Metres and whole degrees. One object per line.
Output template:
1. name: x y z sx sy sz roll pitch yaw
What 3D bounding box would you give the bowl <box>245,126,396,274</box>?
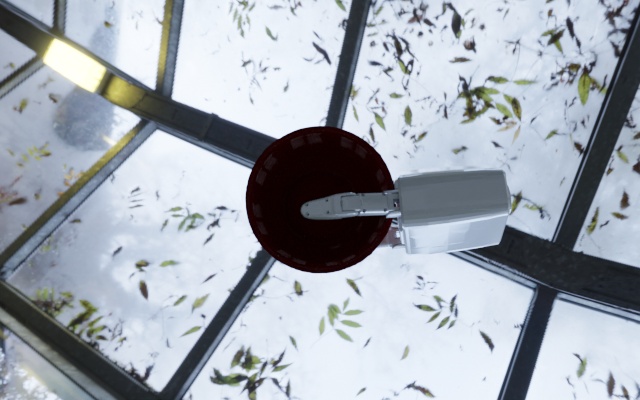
1. bowl: -0.001 0.002 0.535 0.162 0.162 0.055 0 -11 1
